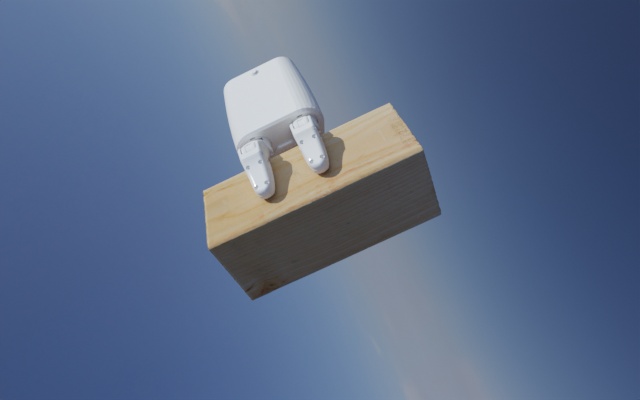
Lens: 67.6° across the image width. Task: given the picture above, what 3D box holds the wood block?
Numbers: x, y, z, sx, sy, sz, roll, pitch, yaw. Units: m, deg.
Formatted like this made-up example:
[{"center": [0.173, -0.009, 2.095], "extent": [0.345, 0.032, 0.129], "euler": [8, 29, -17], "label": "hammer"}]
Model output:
[{"center": [0.000, 0.002, 0.473], "extent": [0.206, 0.091, 0.090], "euler": [-25, 42, 4], "label": "wood block"}]
